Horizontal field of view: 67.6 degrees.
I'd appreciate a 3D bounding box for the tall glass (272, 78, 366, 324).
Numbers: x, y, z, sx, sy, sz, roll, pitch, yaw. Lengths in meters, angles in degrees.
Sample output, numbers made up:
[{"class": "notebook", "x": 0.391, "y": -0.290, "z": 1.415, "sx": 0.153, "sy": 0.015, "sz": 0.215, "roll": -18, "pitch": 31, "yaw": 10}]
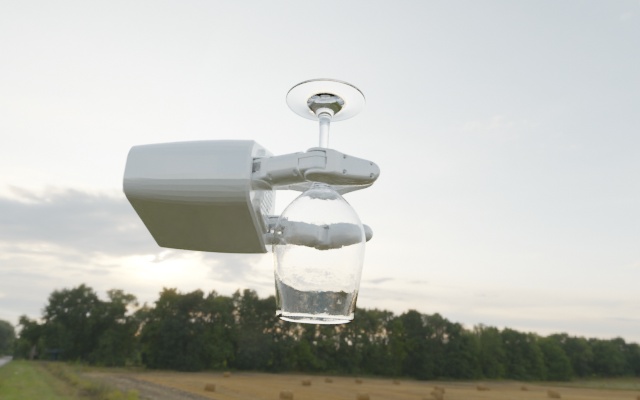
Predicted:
[{"class": "tall glass", "x": 0.000, "y": 0.001, "z": 0.411, "sx": 0.079, "sy": 0.201, "sz": 0.079, "roll": 2, "pitch": -19, "yaw": 1}]
